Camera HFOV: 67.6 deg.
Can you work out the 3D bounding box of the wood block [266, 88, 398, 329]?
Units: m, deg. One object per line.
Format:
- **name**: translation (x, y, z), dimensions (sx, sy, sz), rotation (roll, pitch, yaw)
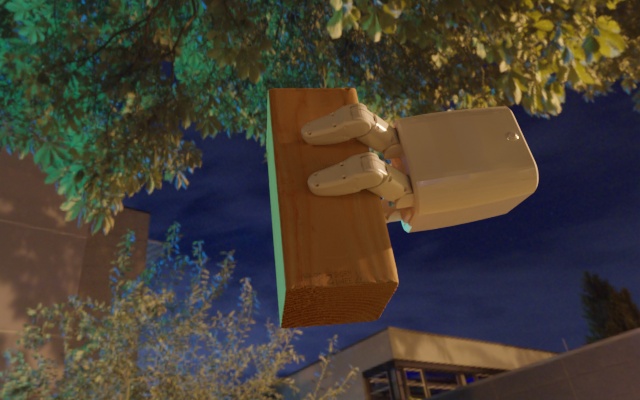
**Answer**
- **wood block**: translation (0.000, 0.001, 0.443), dimensions (0.090, 0.206, 0.091), rotation (-3, -33, -8)
